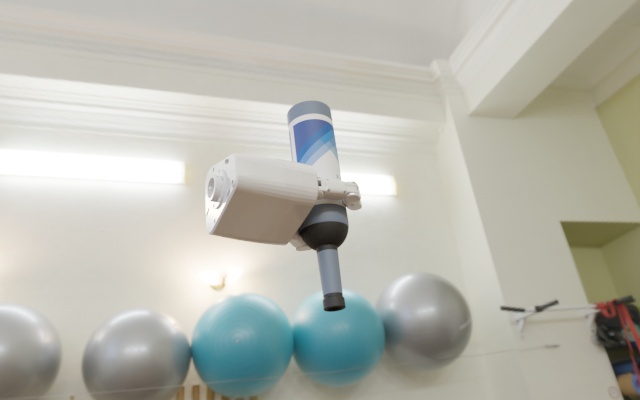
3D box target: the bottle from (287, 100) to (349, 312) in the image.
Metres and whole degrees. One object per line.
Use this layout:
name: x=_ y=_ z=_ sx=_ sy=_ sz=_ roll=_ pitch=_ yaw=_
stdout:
bottle: x=0.000 y=0.002 z=0.649 sx=0.069 sy=0.295 sz=0.069 roll=-6 pitch=-26 yaw=-3
